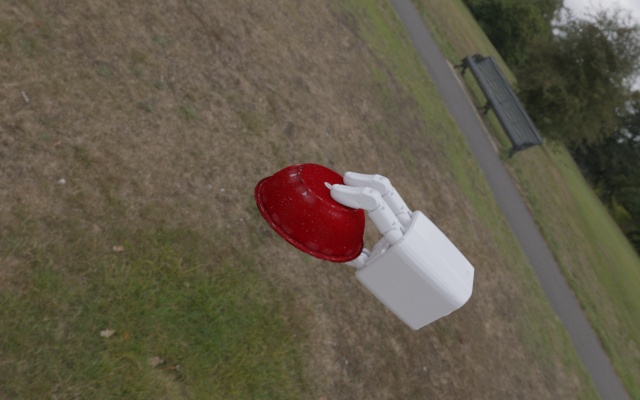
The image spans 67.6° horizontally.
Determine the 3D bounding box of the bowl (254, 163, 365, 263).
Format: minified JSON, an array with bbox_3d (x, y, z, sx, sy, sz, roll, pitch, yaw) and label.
[{"bbox_3d":[-0.001,0.001,0.606,0.162,0.055,0.162,26,28,-15],"label":"bowl"}]
